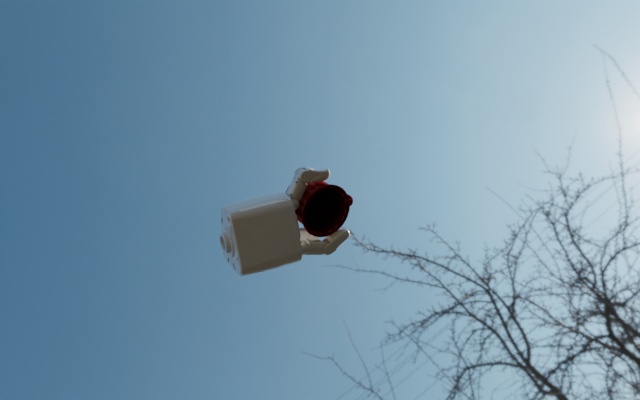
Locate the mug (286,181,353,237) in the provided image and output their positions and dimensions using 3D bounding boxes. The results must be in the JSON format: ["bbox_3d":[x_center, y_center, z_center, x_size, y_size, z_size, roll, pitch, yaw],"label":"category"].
[{"bbox_3d":[0.001,0.002,0.826,0.117,0.093,0.081,-13,26,-28],"label":"mug"}]
